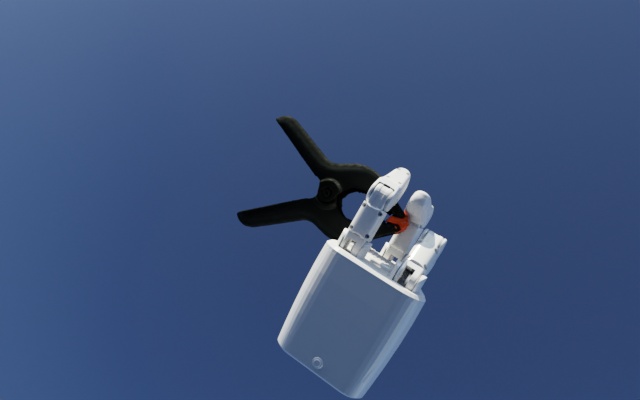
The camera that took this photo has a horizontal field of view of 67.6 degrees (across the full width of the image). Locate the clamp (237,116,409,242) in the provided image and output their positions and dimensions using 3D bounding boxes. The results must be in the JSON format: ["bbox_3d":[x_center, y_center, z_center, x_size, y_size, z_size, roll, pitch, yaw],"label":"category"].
[{"bbox_3d":[0.000,0.002,0.475,0.171,0.120,0.039,31,7,18],"label":"clamp"}]
